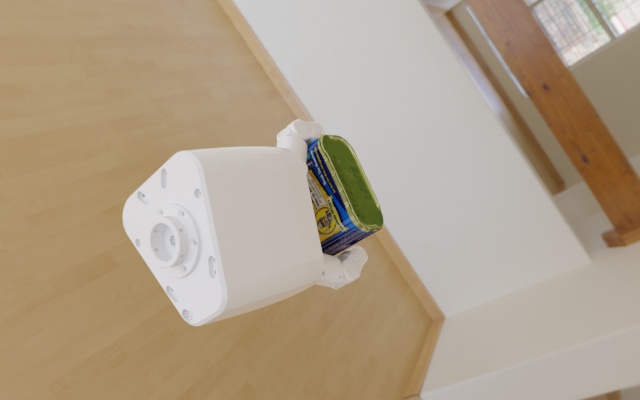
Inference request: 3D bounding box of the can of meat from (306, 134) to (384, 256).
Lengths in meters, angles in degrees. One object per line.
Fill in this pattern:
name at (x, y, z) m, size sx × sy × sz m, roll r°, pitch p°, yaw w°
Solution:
can of meat at (0.000, 0.001, 0.440) m, size 0.084 × 0.102 × 0.057 m, roll -33°, pitch -17°, yaw 32°
